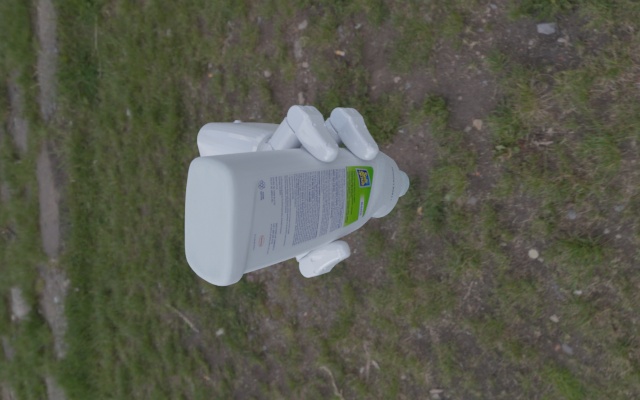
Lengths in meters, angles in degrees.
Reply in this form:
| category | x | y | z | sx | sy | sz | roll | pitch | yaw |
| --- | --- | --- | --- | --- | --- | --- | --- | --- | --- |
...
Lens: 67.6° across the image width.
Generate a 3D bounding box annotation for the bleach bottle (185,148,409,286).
| category | x | y | z | sx | sy | sz | roll | pitch | yaw |
| --- | --- | --- | --- | --- | --- | --- | --- | --- | --- |
| bleach bottle | 0.000 | 0.001 | 0.450 | 0.068 | 0.102 | 0.251 | 18 | 18 | 42 |
